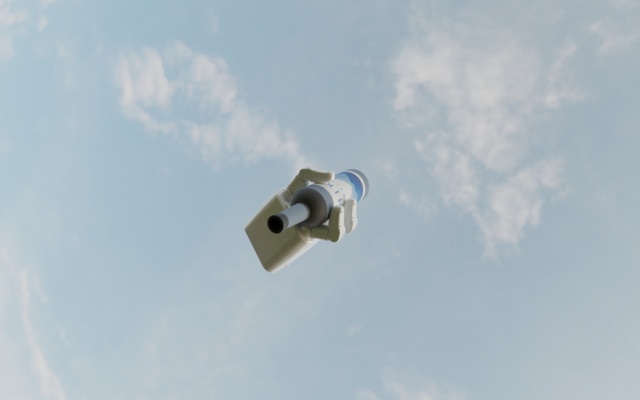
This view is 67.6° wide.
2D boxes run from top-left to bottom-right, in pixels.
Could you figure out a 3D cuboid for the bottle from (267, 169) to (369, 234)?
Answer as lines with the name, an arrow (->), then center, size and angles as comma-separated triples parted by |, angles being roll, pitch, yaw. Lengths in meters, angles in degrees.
bottle -> 0.000, 0.002, 0.799 | 0.069, 0.069, 0.295 | 0, 12, 26
